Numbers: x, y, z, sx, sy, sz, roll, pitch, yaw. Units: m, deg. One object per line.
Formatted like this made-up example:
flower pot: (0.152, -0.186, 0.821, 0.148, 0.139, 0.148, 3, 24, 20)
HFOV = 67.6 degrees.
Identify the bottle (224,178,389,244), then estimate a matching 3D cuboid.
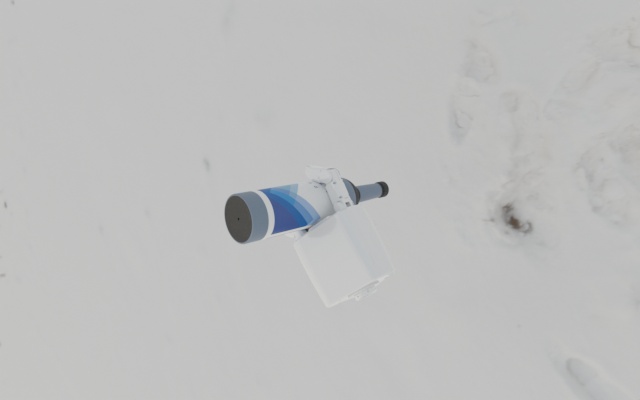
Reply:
bottle: (0.000, 0.002, 0.713, 0.295, 0.069, 0.069, -12, 8, -43)
